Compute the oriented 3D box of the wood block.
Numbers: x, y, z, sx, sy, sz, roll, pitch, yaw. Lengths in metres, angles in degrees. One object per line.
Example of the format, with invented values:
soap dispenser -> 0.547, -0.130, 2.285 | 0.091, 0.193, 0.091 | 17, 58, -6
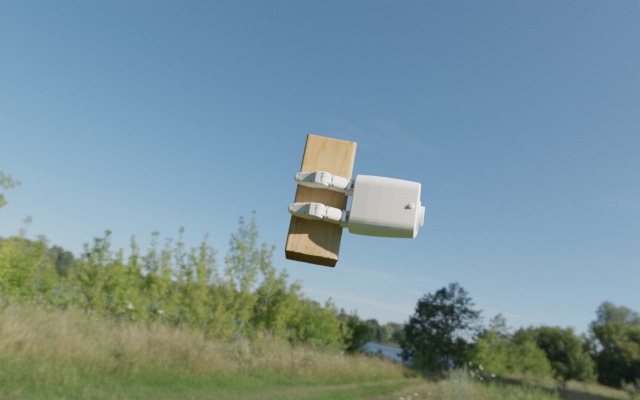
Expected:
wood block -> 0.001, 0.003, 0.832 | 0.090, 0.206, 0.091 | 10, -17, 1
